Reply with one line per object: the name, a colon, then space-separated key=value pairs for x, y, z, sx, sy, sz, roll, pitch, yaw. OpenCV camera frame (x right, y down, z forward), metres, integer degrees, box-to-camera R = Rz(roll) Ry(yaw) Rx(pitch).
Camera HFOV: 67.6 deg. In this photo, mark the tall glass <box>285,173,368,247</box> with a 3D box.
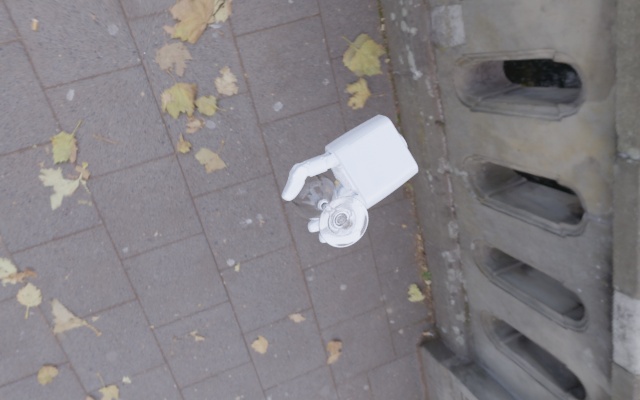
tall glass: x=0.000 y=0.003 z=0.748 sx=0.079 sy=0.079 sz=0.201 roll=0 pitch=16 yaw=-20
